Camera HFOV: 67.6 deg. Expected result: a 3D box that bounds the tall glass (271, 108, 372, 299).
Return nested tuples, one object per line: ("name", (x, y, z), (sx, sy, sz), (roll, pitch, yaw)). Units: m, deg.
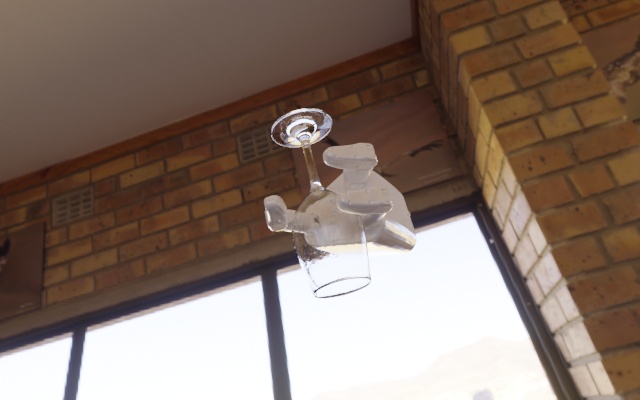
("tall glass", (0.000, 0.001, 0.525), (0.079, 0.201, 0.079), (-11, -25, -5))
